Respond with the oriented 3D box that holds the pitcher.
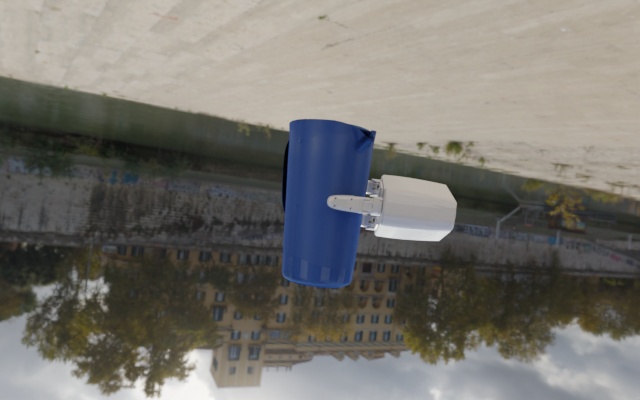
[{"bbox_3d":[0.000,0.002,0.733,0.145,0.243,0.149,6,0,3],"label":"pitcher"}]
